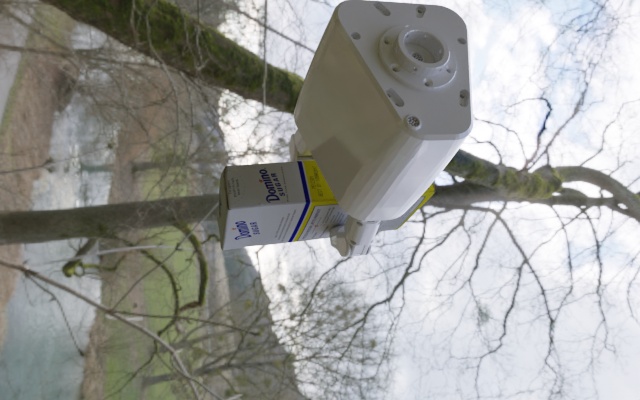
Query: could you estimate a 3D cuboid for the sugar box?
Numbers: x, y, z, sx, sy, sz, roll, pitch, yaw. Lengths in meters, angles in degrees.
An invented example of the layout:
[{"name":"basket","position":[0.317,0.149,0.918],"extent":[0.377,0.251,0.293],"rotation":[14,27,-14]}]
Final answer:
[{"name":"sugar box","position":[0.000,0.001,0.424],"extent":[0.176,0.048,0.093],"rotation":[-3,-25,-17]}]
